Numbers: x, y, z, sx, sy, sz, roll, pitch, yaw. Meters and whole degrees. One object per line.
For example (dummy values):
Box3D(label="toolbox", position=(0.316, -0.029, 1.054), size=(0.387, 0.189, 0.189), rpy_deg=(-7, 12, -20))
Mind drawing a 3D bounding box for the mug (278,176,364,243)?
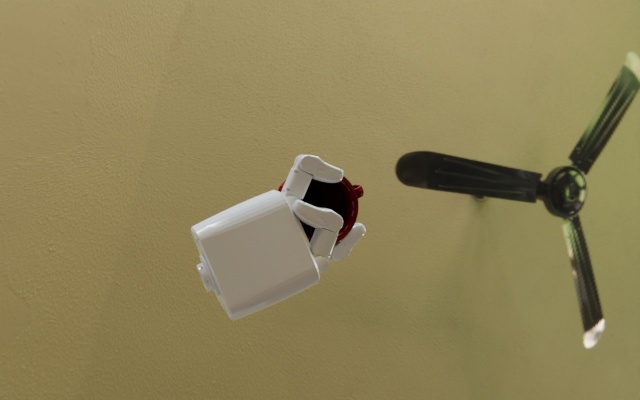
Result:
Box3D(label="mug", position=(0.001, 0.001, 0.623), size=(0.117, 0.093, 0.081), rpy_deg=(-23, 13, -20))
